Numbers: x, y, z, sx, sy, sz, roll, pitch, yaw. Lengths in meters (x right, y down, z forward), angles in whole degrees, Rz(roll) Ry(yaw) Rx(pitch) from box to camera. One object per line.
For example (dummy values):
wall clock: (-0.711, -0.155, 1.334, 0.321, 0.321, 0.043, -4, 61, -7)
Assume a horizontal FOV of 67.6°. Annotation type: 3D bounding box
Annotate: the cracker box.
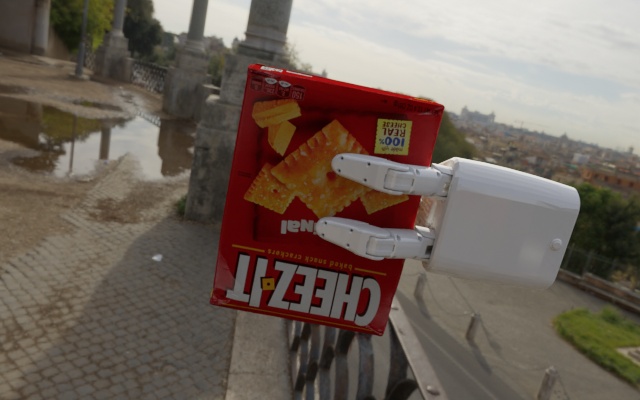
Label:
cracker box: (0.000, 0.001, 0.429, 0.164, 0.214, 0.072, 11, 14, -3)
